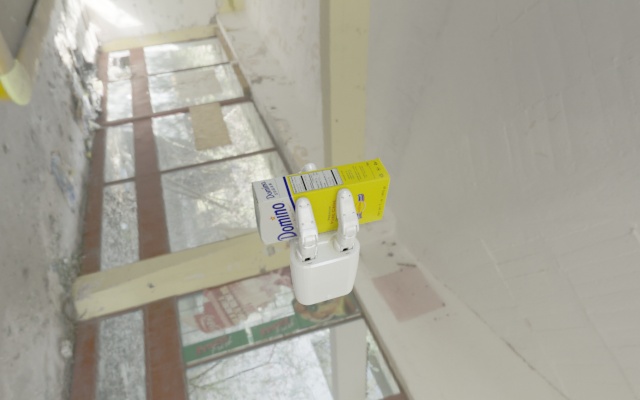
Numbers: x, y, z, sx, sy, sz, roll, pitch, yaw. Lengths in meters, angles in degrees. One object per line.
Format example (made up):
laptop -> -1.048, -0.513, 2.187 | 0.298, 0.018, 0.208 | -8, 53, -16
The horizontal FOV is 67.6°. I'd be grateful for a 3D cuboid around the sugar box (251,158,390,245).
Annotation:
sugar box -> 0.000, 0.003, 0.642 | 0.176, 0.048, 0.093 | -14, -39, -13
